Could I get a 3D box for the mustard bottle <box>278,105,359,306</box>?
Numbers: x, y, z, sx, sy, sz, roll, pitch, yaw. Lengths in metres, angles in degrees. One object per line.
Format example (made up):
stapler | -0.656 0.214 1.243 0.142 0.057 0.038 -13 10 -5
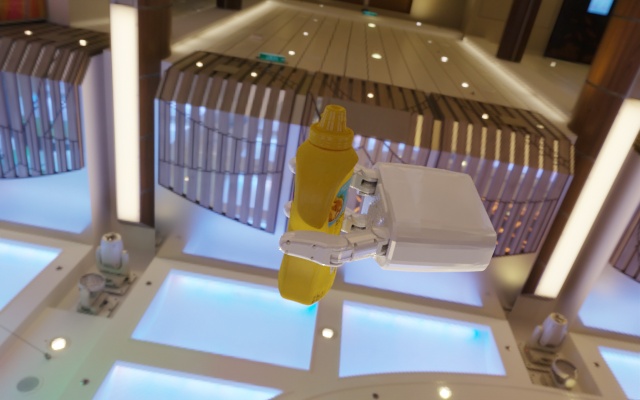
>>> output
mustard bottle | 0.000 0.002 0.468 0.058 0.192 0.096 15 28 10
